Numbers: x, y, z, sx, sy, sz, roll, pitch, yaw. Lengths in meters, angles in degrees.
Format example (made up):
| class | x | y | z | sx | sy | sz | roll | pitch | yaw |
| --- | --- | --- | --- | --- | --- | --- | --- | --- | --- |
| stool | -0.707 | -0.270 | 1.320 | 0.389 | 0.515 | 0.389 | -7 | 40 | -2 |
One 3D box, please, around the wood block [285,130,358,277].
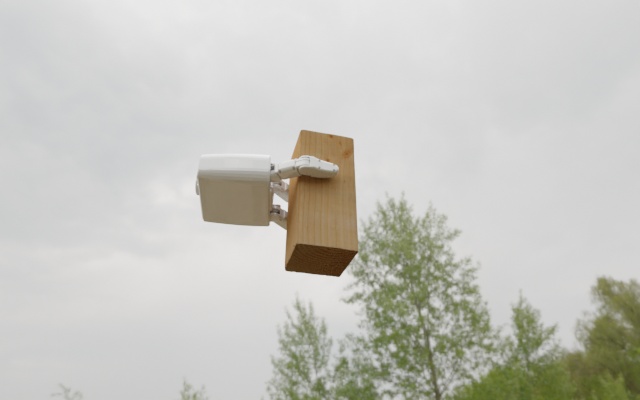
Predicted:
| class | x | y | z | sx | sy | sz | roll | pitch | yaw |
| --- | --- | --- | --- | --- | --- | --- | --- | --- | --- |
| wood block | 0.000 | 0.002 | 0.739 | 0.090 | 0.206 | 0.091 | 8 | -34 | -12 |
